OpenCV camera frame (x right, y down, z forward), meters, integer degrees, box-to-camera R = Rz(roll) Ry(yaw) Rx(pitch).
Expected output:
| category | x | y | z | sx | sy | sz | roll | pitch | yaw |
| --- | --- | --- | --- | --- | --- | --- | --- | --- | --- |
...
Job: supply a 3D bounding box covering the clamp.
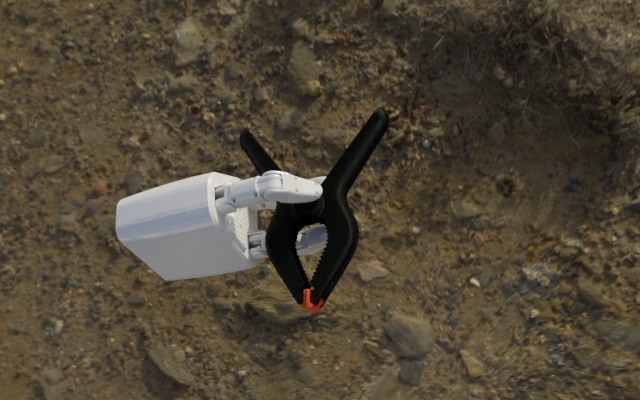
| category | x | y | z | sx | sy | sz | roll | pitch | yaw |
| --- | --- | --- | --- | --- | --- | --- | --- | --- | --- |
| clamp | 0.000 | 0.002 | 0.476 | 0.164 | 0.210 | 0.036 | -13 | -23 | 14 |
